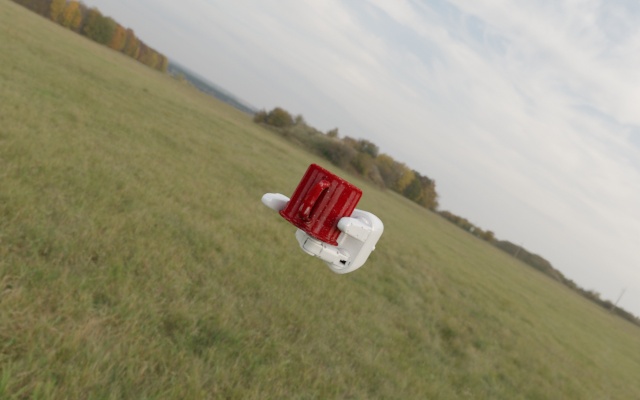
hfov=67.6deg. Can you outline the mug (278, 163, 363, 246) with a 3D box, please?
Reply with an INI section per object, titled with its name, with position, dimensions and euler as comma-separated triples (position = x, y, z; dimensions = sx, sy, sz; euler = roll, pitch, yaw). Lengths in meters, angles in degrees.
[mug]
position = 0.000, 0.002, 0.627
dimensions = 0.093, 0.081, 0.117
euler = 31, 4, 16
